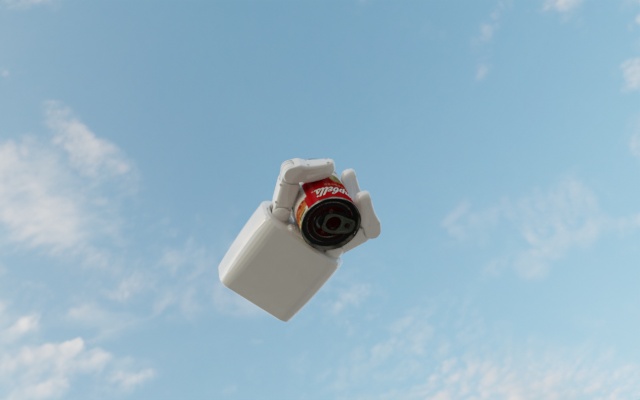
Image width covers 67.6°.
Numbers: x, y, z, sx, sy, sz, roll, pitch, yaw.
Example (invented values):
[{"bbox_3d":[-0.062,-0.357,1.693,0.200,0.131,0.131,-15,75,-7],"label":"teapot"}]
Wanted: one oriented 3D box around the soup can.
[{"bbox_3d":[0.000,0.001,0.558,0.068,0.068,0.102,0,30,-15],"label":"soup can"}]
